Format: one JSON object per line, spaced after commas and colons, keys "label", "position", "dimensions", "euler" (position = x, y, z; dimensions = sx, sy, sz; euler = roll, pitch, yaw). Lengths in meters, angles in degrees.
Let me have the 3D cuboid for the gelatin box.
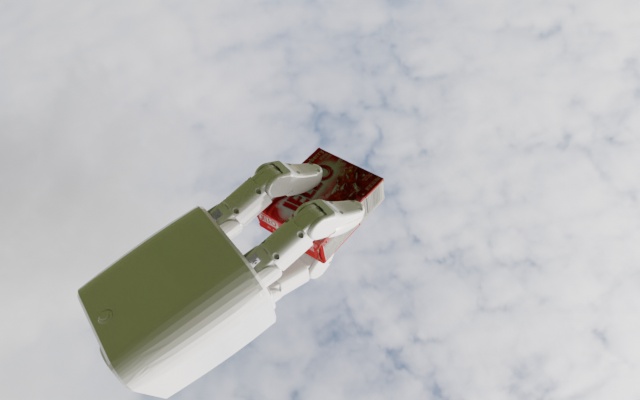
{"label": "gelatin box", "position": [0.000, 0.001, 0.408], "dimensions": [0.073, 0.030, 0.089], "euler": [29, 58, 30]}
